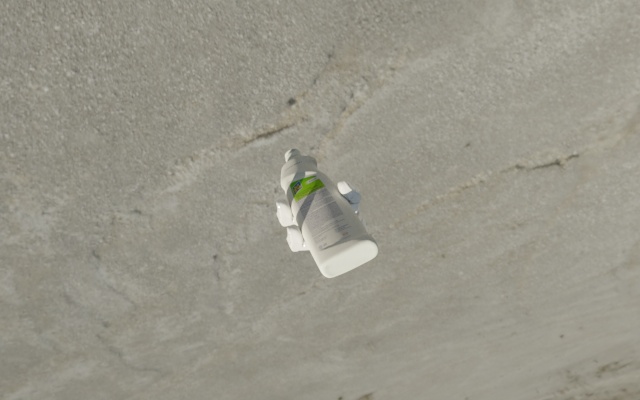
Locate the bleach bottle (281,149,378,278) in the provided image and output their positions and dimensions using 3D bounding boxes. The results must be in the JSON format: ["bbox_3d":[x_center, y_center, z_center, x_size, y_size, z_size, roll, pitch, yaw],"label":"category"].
[{"bbox_3d":[0.000,0.003,0.816,0.102,0.250,0.068,-26,-35,0],"label":"bleach bottle"}]
